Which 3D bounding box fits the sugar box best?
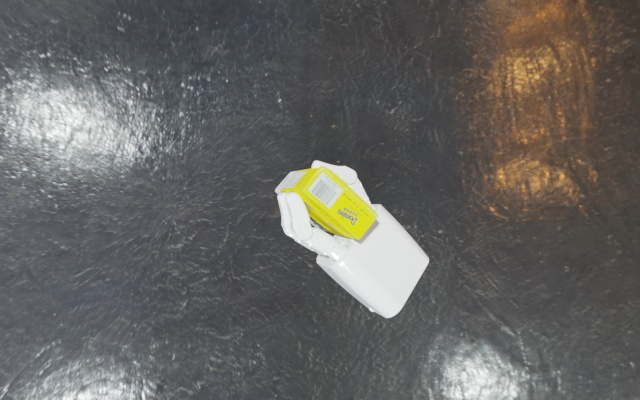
[{"bbox_3d":[0.000,0.003,0.632,0.093,0.048,0.176,42,-12,-12],"label":"sugar box"}]
